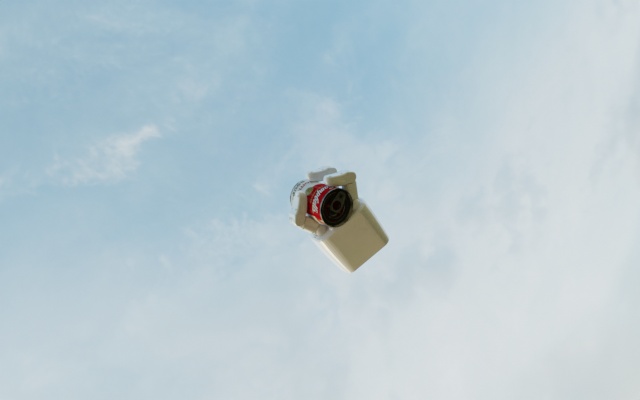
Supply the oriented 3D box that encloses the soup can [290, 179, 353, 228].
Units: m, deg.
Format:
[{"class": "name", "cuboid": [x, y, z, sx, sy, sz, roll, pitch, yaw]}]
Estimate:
[{"class": "soup can", "cuboid": [0.000, 0.002, 0.837, 0.068, 0.068, 0.102, 0, 11, -35]}]
